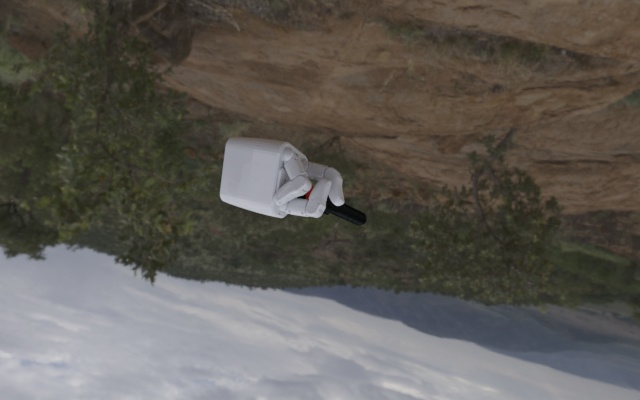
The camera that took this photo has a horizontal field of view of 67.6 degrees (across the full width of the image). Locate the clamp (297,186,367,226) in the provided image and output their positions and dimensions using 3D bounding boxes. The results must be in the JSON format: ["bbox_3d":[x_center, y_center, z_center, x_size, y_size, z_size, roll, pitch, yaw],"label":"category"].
[{"bbox_3d":[0.000,0.003,0.807,0.120,0.039,0.171,12,-10,26],"label":"clamp"}]
